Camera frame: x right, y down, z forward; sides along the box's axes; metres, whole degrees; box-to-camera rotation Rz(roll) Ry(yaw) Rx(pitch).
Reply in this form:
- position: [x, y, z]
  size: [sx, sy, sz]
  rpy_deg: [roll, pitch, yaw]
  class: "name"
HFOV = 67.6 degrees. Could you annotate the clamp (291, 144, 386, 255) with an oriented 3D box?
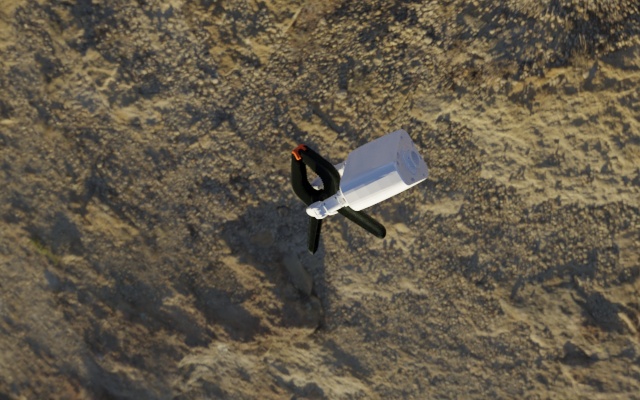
- position: [0.000, 0.003, 0.846]
  size: [0.164, 0.210, 0.036]
  rpy_deg: [-25, 14, 34]
  class: "clamp"
